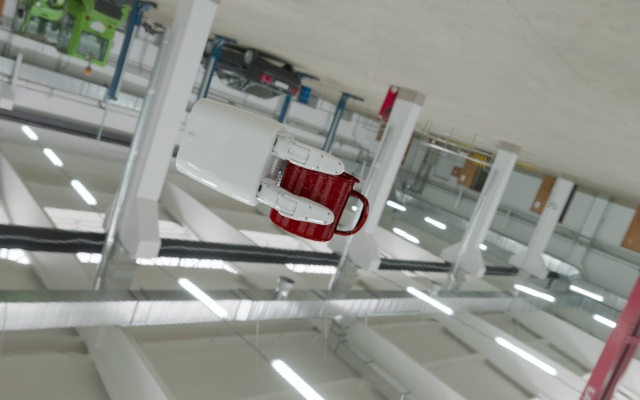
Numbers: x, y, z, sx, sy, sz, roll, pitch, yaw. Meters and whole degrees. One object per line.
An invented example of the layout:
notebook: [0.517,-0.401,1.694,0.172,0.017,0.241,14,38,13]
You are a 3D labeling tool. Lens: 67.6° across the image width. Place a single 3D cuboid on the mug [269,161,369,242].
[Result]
mug: [0.001,0.003,0.565,0.117,0.081,0.093,23,9,11]
